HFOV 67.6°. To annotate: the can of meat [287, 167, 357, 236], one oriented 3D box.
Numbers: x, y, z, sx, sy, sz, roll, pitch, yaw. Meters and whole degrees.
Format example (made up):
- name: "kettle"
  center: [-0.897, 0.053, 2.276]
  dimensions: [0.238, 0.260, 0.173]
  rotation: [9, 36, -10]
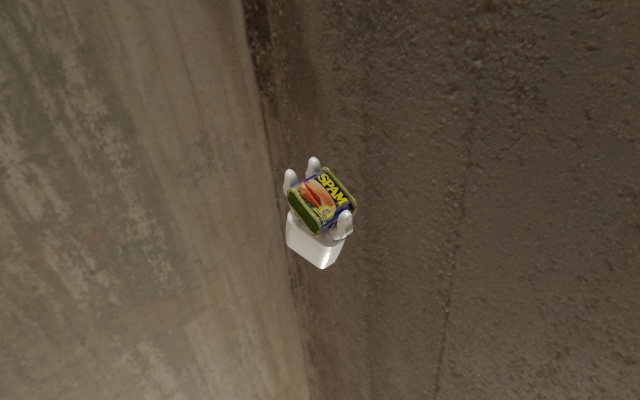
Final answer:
- name: "can of meat"
  center: [0.000, 0.003, 0.853]
  dimensions: [0.084, 0.102, 0.057]
  rotation: [-30, -20, -25]
